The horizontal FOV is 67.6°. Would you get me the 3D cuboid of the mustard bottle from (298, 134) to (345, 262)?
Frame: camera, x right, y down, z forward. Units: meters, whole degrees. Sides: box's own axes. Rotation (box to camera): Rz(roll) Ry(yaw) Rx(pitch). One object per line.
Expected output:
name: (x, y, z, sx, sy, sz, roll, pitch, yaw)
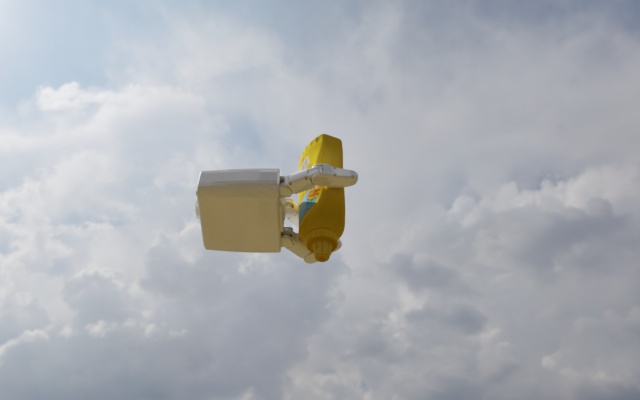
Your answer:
mustard bottle: (0.000, 0.002, 0.657, 0.058, 0.191, 0.096, 17, -46, -18)
